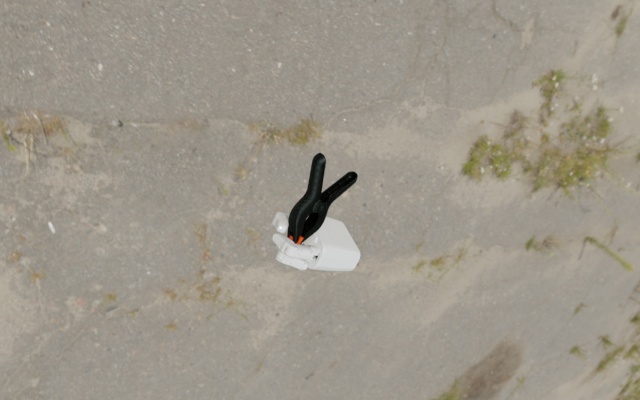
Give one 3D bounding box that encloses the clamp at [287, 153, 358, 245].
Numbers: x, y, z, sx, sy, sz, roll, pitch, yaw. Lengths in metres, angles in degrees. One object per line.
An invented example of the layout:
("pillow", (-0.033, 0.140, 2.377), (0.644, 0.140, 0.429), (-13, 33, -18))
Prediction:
("clamp", (0.000, 0.003, 0.855), (0.120, 0.171, 0.039), (13, 20, -43))
